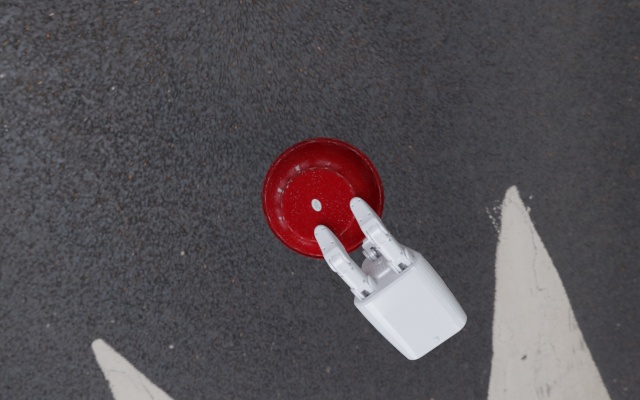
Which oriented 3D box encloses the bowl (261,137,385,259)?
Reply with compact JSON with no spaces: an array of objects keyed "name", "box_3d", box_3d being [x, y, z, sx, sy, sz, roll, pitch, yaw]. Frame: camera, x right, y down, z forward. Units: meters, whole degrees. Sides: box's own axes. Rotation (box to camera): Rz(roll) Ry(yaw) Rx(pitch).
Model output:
[{"name":"bowl","box_3d":[-0.001,0.001,0.601,0.162,0.162,0.055,0,8,5]}]
